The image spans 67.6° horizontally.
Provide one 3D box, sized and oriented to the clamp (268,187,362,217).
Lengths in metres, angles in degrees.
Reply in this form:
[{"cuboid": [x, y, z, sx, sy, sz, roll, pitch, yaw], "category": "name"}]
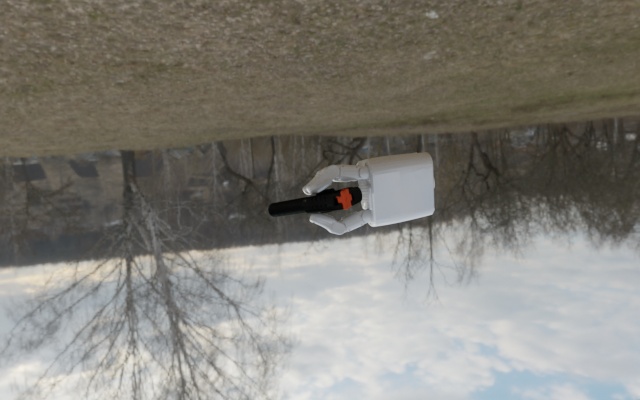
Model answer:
[{"cuboid": [0.001, 0.003, 0.767, 0.164, 0.036, 0.210, -13, 2, -8], "category": "clamp"}]
